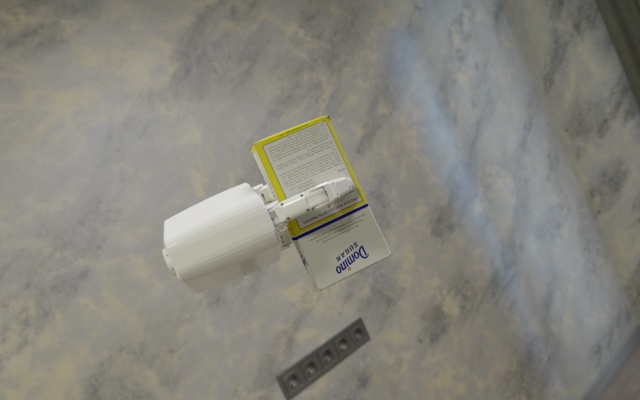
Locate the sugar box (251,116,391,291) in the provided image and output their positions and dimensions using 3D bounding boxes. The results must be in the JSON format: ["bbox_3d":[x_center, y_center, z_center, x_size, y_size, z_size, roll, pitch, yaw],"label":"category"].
[{"bbox_3d":[0.000,0.002,0.541,0.093,0.176,0.048,-24,2,-13],"label":"sugar box"}]
